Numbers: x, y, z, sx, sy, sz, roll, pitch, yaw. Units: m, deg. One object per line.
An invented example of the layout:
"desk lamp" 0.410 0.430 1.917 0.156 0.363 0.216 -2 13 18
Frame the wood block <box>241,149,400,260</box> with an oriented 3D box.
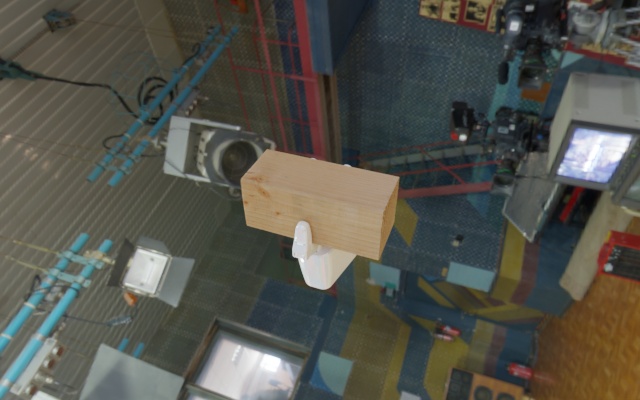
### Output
"wood block" 0.000 0.003 0.693 0.206 0.090 0.090 13 40 16
